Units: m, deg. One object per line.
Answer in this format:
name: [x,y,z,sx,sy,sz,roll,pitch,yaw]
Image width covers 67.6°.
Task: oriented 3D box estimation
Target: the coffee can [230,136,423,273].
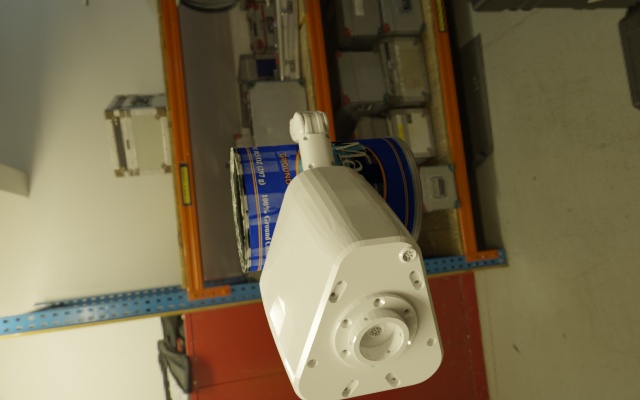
coffee can: [0.000,0.001,0.404,0.140,0.103,0.103,-6,1,-14]
